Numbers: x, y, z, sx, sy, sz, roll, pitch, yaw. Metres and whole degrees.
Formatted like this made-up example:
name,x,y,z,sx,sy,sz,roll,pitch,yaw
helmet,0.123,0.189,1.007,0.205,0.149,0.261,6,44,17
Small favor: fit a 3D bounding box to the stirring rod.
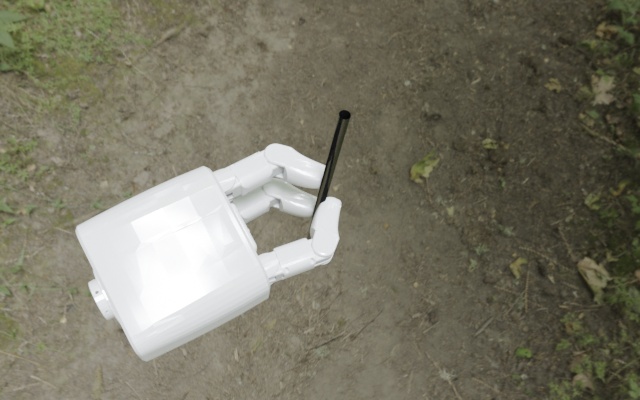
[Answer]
name,x,y,z,sx,sy,sz,roll,pitch,yaw
stirring rod,0.000,0.001,0.419,0.011,0.011,0.240,0,-29,-9
